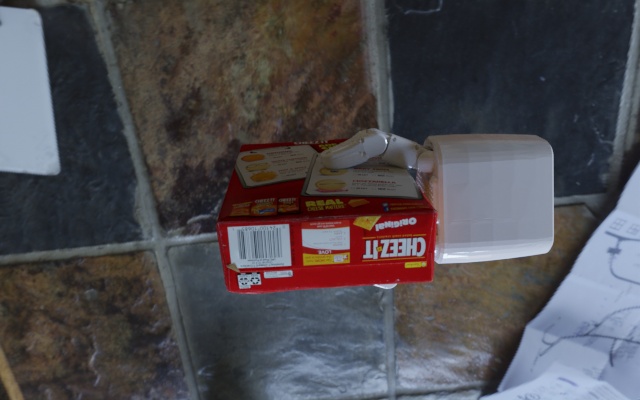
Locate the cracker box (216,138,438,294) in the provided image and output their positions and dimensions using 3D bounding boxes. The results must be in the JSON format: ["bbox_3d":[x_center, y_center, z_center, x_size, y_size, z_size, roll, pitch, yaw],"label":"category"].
[{"bbox_3d":[0.000,0.001,0.453,0.164,0.072,0.213,-3,22,-3],"label":"cracker box"}]
